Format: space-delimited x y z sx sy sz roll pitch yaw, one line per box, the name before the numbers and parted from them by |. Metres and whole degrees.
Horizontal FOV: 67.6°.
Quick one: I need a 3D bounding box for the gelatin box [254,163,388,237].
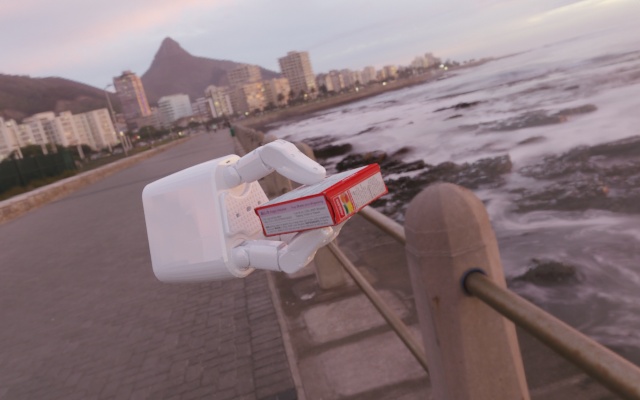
gelatin box | 0.000 0.001 0.401 0.089 0.030 0.073 -14 11 44
